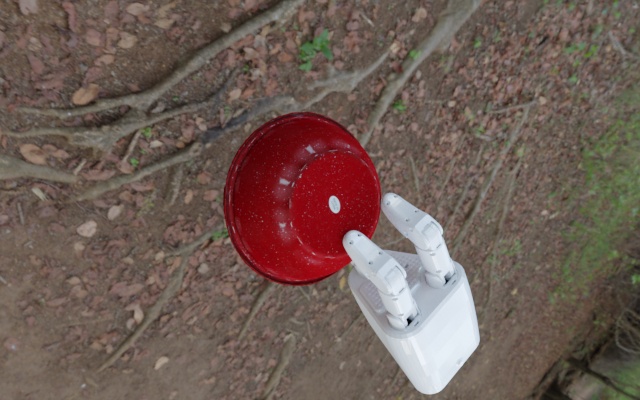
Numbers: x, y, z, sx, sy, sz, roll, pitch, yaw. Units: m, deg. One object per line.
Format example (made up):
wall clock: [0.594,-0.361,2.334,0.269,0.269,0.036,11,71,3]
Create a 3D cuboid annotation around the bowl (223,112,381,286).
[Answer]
bowl: [-0.001,0.001,0.421,0.162,0.162,0.055,0,4,-32]
